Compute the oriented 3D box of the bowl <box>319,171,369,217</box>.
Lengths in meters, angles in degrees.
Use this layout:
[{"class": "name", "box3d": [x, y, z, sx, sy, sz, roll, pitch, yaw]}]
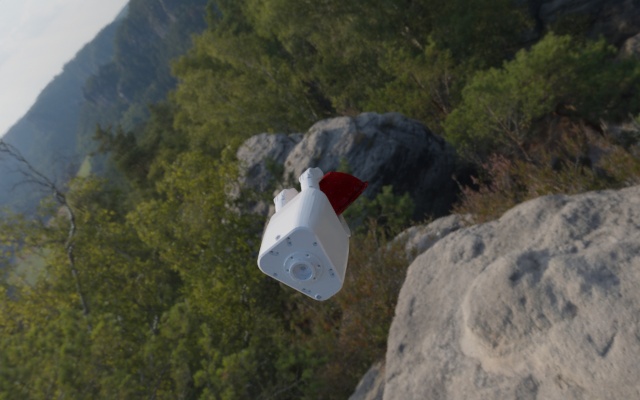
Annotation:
[{"class": "bowl", "box3d": [0.000, 0.002, 0.777, 0.162, 0.055, 0.162, -40, 4, 3]}]
